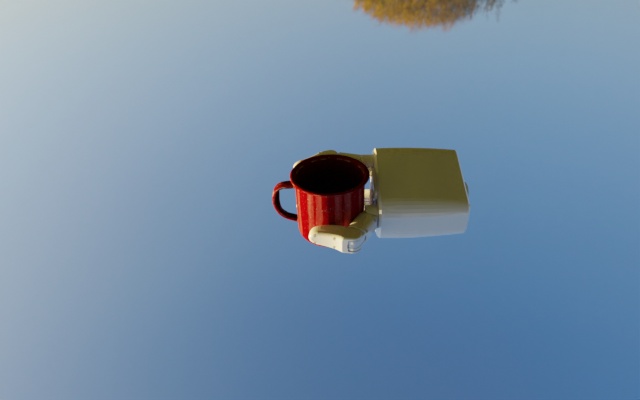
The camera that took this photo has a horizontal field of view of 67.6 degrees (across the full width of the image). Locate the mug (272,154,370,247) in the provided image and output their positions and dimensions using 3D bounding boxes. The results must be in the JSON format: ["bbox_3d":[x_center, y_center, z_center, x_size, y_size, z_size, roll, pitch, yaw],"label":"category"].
[{"bbox_3d":[-0.001,0.002,0.577,0.117,0.082,0.093,-1,35,2],"label":"mug"}]
